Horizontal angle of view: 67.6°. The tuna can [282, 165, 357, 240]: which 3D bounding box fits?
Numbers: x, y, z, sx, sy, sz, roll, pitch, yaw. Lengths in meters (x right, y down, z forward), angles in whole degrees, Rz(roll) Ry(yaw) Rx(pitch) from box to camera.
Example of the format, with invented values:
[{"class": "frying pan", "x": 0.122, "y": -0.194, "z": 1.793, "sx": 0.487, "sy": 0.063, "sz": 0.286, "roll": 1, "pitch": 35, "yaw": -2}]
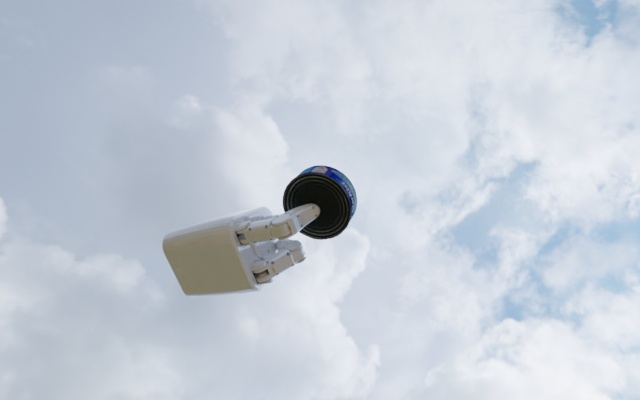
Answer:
[{"class": "tuna can", "x": 0.000, "y": 0.002, "z": 0.574, "sx": 0.086, "sy": 0.086, "sz": 0.033, "roll": 0, "pitch": 23, "yaw": 20}]
